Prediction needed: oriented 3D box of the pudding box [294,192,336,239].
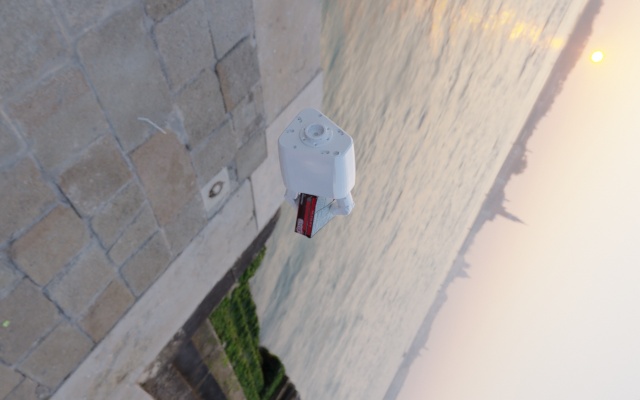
[{"bbox_3d":[0.000,0.003,0.854,0.039,0.090,0.113,25,34,21],"label":"pudding box"}]
